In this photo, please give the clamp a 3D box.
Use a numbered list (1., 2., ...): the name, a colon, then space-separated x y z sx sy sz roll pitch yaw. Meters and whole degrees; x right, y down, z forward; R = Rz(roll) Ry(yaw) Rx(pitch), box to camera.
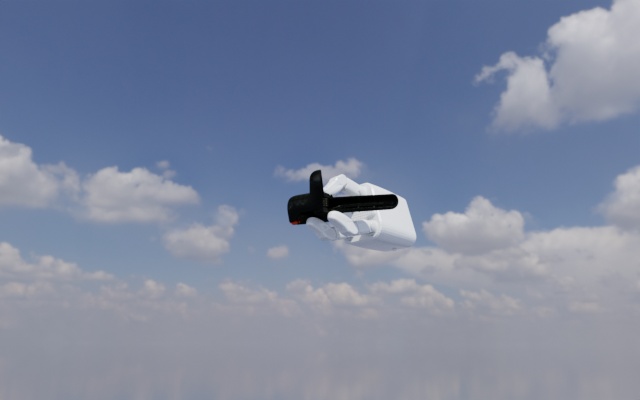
1. clamp: 0.000 0.002 0.797 0.164 0.036 0.210 21 -26 -37
